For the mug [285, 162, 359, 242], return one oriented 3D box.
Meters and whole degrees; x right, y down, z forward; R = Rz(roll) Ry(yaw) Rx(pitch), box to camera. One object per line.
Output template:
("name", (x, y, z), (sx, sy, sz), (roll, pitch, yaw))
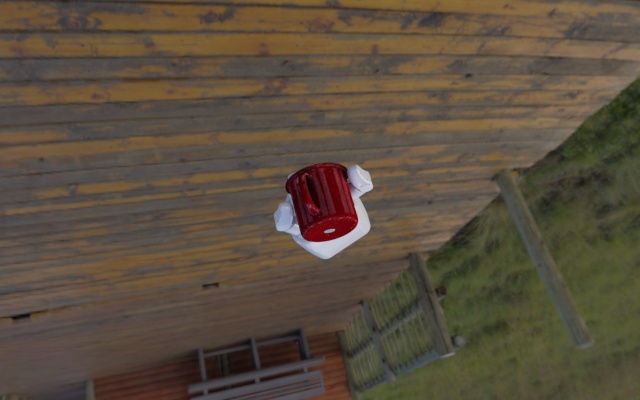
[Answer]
("mug", (0.000, 0.002, 0.651), (0.093, 0.081, 0.117), (-22, -27, 14))
